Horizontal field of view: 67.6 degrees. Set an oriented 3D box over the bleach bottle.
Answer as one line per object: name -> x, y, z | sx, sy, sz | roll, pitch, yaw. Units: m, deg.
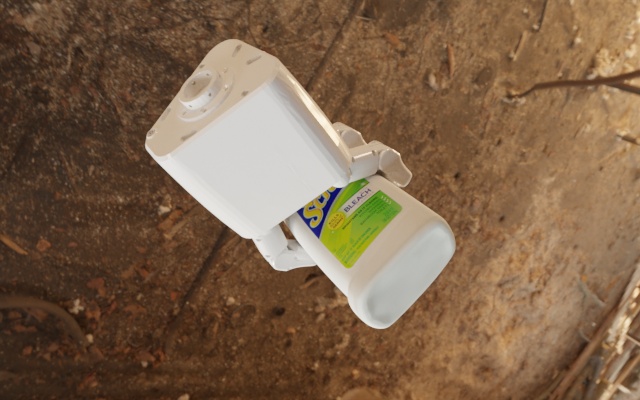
bleach bottle -> 0.000, 0.001, 0.449 | 0.250, 0.102, 0.068 | 38, -9, 45
